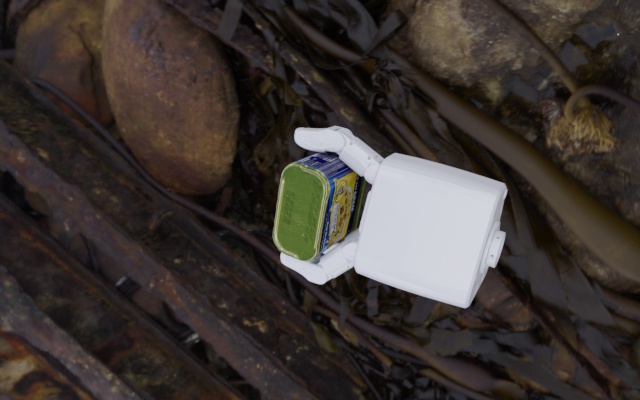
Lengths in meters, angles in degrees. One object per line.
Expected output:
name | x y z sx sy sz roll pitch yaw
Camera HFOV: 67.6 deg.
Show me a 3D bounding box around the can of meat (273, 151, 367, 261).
can of meat | 0.000 0.002 0.480 0.057 0.102 0.084 21 26 24
